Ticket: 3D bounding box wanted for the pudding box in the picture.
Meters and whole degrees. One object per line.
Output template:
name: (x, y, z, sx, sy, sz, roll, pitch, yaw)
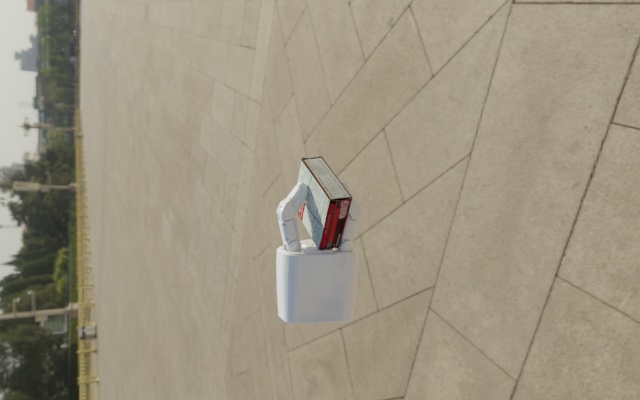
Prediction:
pudding box: (0.000, 0.002, 0.693, 0.039, 0.090, 0.113, -6, 38, -26)
